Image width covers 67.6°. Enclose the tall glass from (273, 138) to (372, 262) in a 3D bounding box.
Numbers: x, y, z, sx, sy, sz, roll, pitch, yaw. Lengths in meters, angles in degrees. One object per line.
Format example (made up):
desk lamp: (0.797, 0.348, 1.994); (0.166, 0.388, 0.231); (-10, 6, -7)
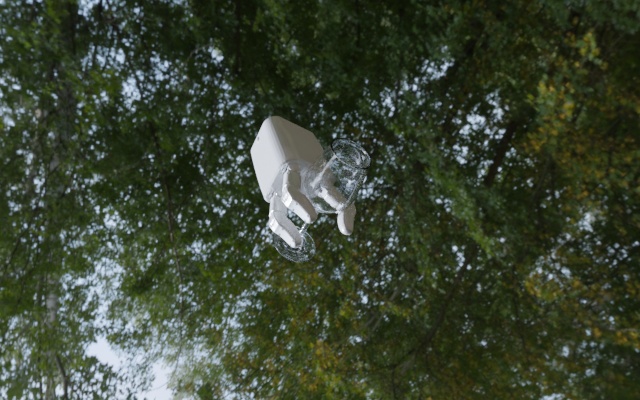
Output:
tall glass: (0.000, 0.003, 0.703); (0.079, 0.079, 0.201); (0, -42, -34)
